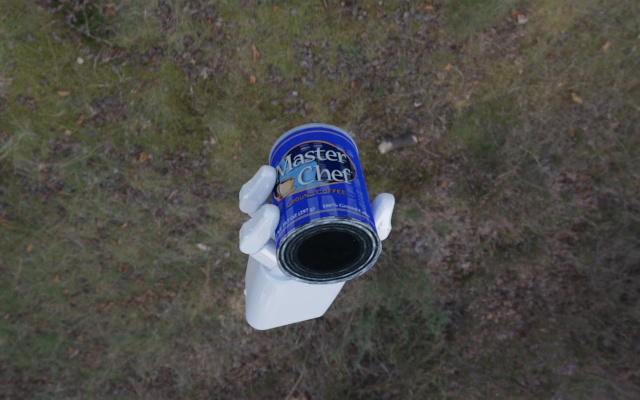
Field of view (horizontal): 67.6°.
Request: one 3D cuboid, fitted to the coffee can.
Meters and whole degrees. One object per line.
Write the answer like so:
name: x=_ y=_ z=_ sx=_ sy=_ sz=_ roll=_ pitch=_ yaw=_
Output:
coffee can: x=0.000 y=0.001 z=0.503 sx=0.103 sy=0.140 sz=0.103 roll=-5 pitch=-44 yaw=-5
